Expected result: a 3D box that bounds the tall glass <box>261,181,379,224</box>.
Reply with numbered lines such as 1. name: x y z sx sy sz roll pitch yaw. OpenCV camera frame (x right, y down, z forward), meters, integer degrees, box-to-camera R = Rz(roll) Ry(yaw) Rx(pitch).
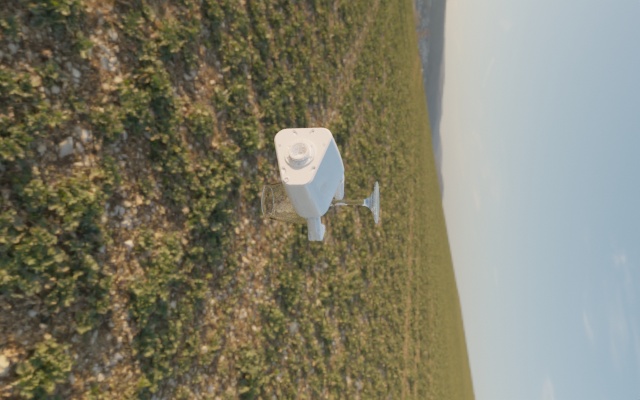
1. tall glass: 0.001 0.003 0.845 0.201 0.079 0.079 0 0 12
